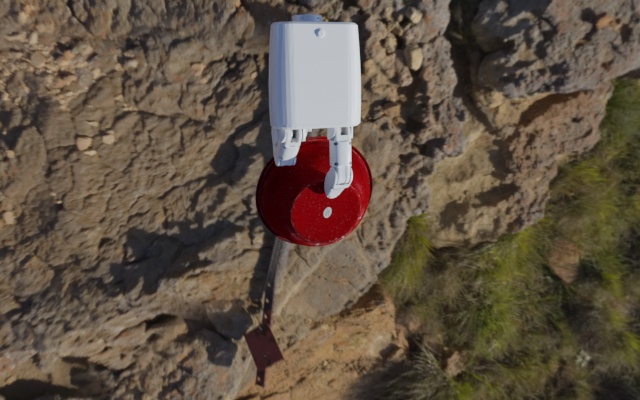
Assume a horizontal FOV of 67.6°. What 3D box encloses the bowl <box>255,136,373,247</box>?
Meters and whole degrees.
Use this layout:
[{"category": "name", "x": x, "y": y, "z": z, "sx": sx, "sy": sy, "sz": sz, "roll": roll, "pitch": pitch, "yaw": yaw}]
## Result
[{"category": "bowl", "x": 0.000, "y": 0.003, "z": 0.616, "sx": 0.162, "sy": 0.162, "sz": 0.055, "roll": 0, "pitch": 27, "yaw": -17}]
